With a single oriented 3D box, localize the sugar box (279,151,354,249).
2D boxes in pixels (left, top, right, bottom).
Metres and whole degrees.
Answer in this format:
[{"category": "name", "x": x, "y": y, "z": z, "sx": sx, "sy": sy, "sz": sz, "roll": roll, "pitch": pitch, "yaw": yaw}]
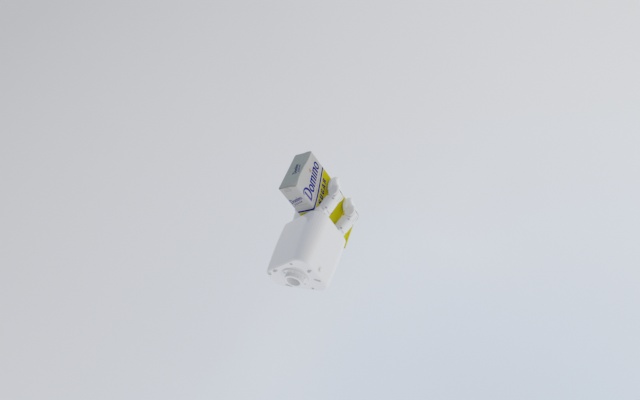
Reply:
[{"category": "sugar box", "x": 0.001, "y": 0.003, "z": 0.896, "sx": 0.048, "sy": 0.093, "sz": 0.176, "roll": -10, "pitch": -48, "yaw": 34}]
